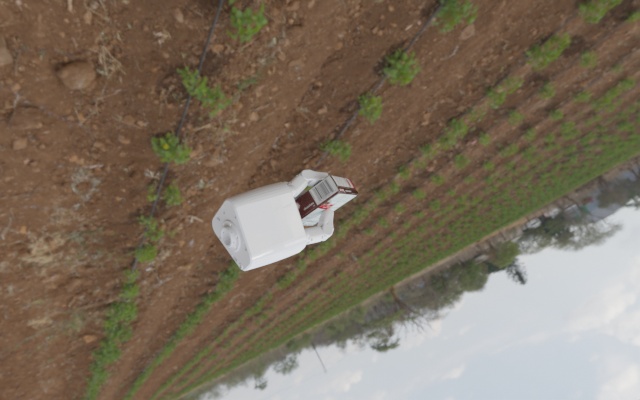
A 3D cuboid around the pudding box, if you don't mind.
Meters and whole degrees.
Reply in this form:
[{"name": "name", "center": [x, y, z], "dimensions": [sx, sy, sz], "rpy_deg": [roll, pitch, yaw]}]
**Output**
[{"name": "pudding box", "center": [0.000, 0.003, 0.843], "dimensions": [0.113, 0.039, 0.090], "rpy_deg": [-34, -15, 21]}]
